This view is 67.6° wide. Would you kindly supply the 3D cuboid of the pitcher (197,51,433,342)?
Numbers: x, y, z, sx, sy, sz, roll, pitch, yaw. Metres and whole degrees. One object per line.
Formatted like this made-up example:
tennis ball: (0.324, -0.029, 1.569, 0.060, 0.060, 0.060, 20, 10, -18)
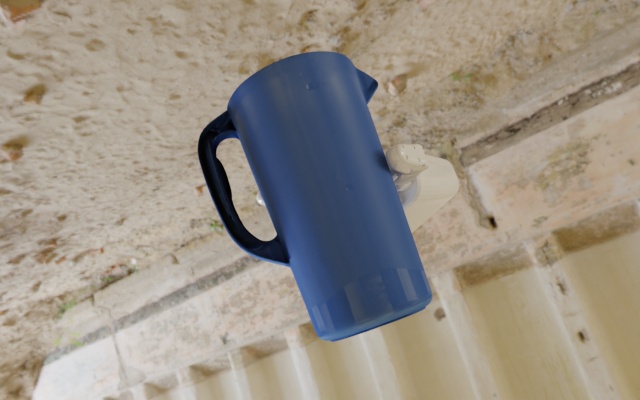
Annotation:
pitcher: (0.000, 0.001, 0.444, 0.149, 0.242, 0.145, -29, -16, 35)
